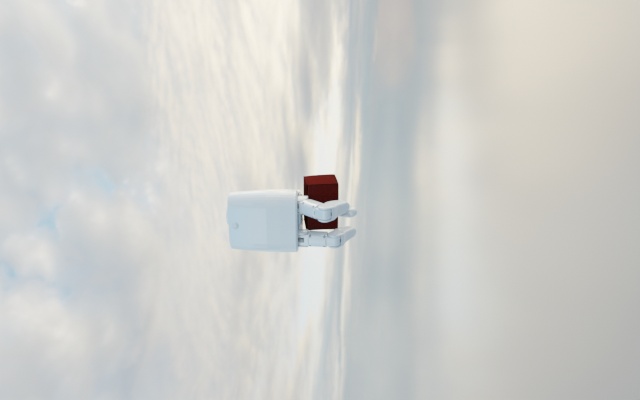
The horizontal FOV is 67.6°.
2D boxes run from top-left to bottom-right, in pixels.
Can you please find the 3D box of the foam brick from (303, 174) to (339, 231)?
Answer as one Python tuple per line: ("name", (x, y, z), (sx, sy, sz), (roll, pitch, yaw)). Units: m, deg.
("foam brick", (0.000, 0.002, 0.755), (0.051, 0.078, 0.053), (-1, 18, -6))
